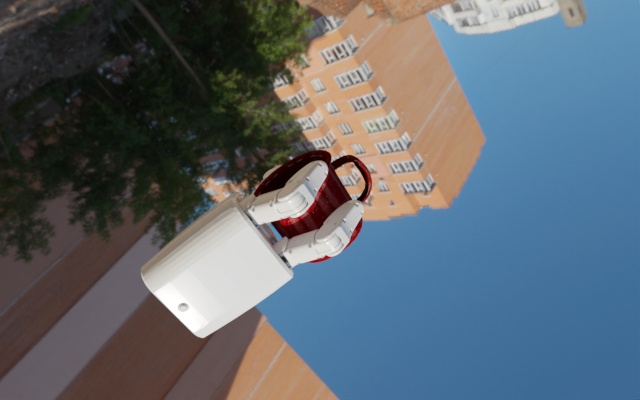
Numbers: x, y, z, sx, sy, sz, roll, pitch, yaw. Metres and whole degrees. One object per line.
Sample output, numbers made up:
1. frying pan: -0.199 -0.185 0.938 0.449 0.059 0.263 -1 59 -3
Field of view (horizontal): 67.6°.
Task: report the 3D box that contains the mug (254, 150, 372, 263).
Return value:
1. mug: 0.001 0.001 0.486 0.117 0.081 0.093 -35 25 -3
